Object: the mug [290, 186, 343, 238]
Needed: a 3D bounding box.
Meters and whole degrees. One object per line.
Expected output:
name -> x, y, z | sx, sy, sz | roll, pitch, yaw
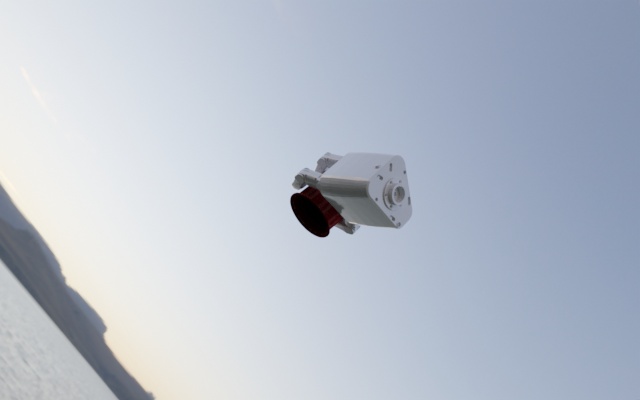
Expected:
mug -> -0.001, 0.003, 0.841 | 0.081, 0.093, 0.117 | -39, 29, -29
